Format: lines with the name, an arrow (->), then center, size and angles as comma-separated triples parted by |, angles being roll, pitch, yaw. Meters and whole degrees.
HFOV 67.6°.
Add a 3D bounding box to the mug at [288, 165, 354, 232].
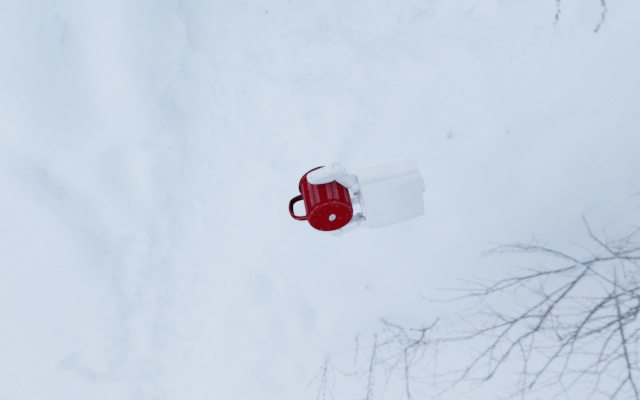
mug -> -0.001, 0.003, 0.836 | 0.117, 0.081, 0.093 | -15, -42, 4
